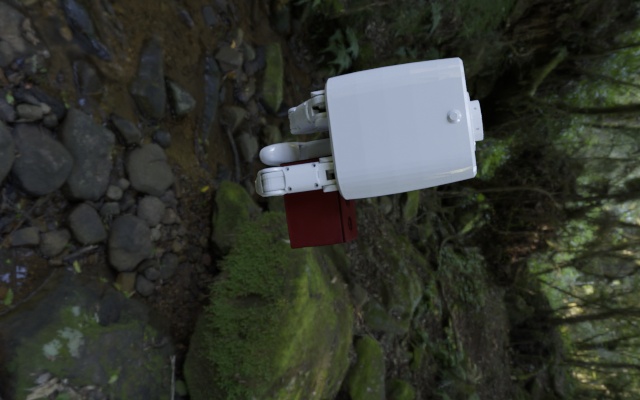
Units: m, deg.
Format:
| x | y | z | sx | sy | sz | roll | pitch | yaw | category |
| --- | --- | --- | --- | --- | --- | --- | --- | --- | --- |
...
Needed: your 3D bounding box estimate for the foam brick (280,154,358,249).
| x | y | z | sx | sy | sz | roll | pitch | yaw | category |
| --- | --- | --- | --- | --- | --- | --- | --- | --- | --- |
| 0.000 | 0.002 | 0.430 | 0.051 | 0.078 | 0.053 | -7 | 0 | 15 | foam brick |
